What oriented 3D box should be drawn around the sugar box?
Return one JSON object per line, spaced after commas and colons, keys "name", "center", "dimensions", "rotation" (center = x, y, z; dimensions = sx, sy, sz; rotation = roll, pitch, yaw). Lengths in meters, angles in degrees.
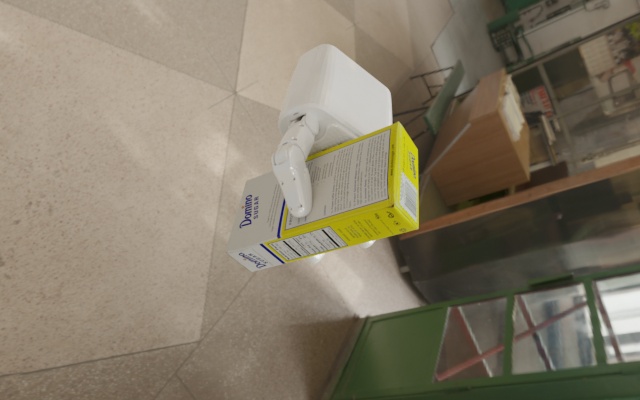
{"name": "sugar box", "center": [0.000, 0.002, 0.435], "dimensions": [0.176, 0.093, 0.048], "rotation": [-19, -47, 32]}
